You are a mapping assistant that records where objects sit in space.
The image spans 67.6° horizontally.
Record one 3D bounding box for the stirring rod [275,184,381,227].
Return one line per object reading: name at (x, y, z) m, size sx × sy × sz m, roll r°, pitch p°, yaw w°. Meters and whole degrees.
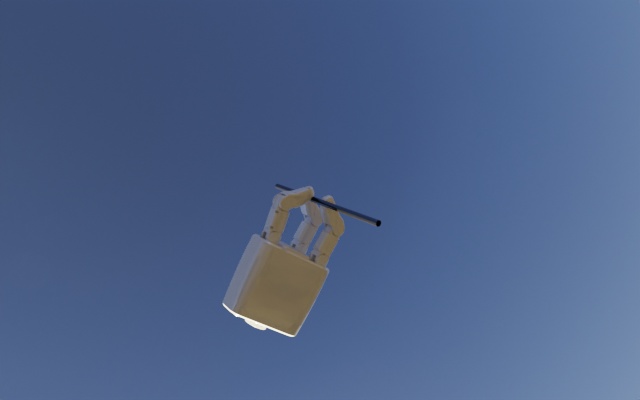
stirring rod at (0.000, 0.002, 0.653) m, size 0.011 × 0.011 × 0.239 m, roll 0°, pitch 12°, yaw -35°
